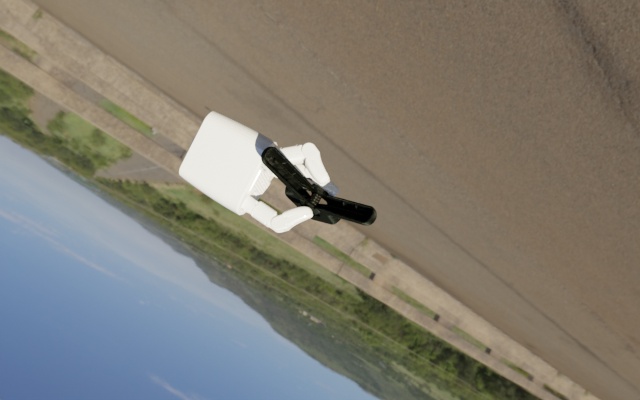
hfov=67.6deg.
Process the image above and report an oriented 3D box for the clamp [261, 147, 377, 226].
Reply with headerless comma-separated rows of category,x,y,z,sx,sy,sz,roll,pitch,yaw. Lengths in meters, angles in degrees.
clamp,-0.001,0.003,0.680,0.164,0.036,0.210,31,-11,9
